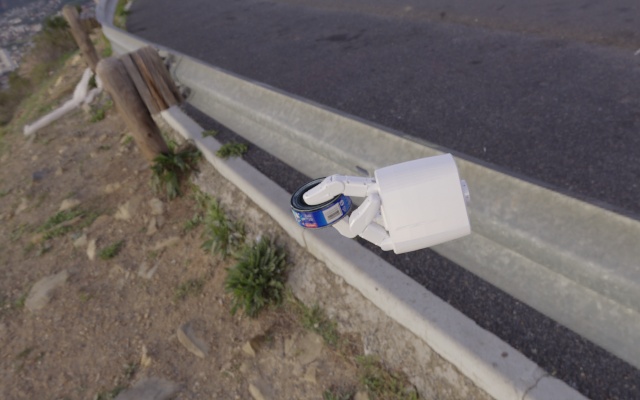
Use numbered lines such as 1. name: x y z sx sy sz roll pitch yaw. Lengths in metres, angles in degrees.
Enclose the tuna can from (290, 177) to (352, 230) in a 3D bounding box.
1. tuna can: 0.000 0.002 0.685 0.086 0.034 0.086 -16 31 10
